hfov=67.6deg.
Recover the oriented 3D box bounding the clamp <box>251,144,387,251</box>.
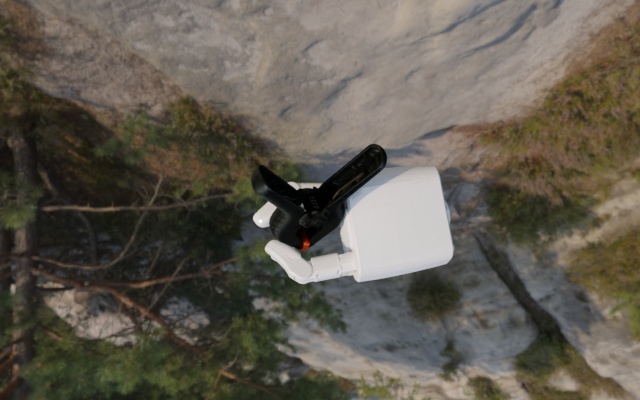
[{"bbox_3d":[0.000,0.002,0.466,0.120,0.039,0.171,-11,-23,-6],"label":"clamp"}]
